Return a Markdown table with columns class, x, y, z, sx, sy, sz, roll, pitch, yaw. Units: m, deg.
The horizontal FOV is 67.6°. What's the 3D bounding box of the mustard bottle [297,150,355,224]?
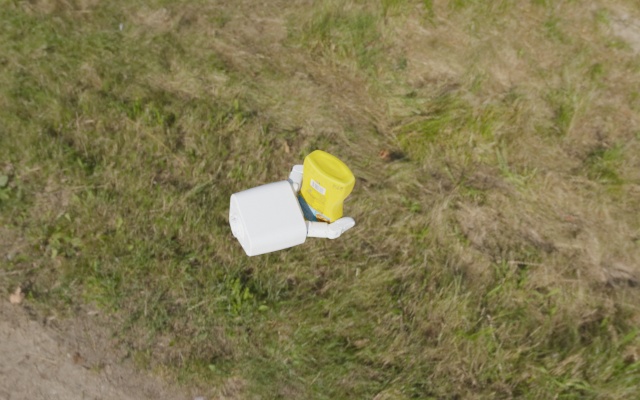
| class | x | y | z | sx | sy | sz | roll | pitch | yaw |
| --- | --- | --- | --- | --- | --- | --- | --- | --- | --- |
| mustard bottle | 0.000 | 0.003 | 0.890 | 0.096 | 0.192 | 0.058 | 37 | 51 | 18 |
